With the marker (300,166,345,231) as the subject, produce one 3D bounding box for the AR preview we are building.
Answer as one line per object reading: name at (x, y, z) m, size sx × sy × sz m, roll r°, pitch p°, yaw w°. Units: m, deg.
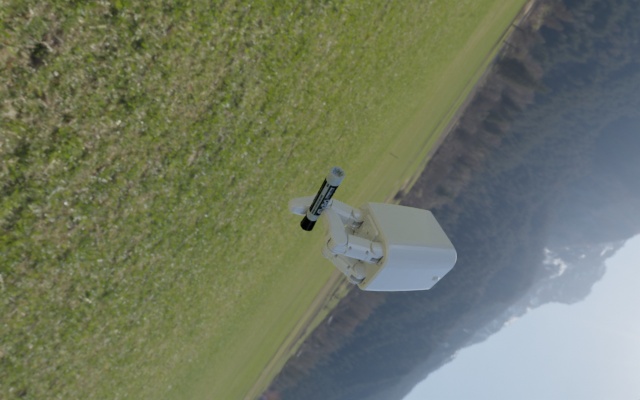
marker at (0.000, 0.002, 0.599) m, size 0.020 × 0.020 × 0.121 m, roll 0°, pitch -35°, yaw -24°
